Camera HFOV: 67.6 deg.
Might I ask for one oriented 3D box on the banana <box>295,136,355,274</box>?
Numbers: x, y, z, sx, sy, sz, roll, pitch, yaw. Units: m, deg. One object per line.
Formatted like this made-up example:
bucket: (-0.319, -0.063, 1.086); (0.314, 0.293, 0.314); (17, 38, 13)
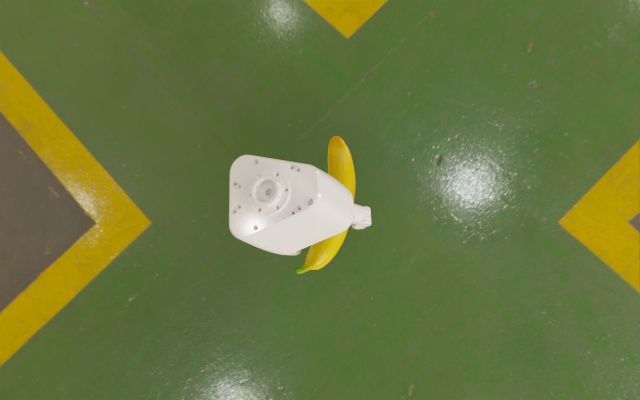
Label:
banana: (0.014, 0.009, 0.639); (0.069, 0.198, 0.037); (14, -4, 38)
